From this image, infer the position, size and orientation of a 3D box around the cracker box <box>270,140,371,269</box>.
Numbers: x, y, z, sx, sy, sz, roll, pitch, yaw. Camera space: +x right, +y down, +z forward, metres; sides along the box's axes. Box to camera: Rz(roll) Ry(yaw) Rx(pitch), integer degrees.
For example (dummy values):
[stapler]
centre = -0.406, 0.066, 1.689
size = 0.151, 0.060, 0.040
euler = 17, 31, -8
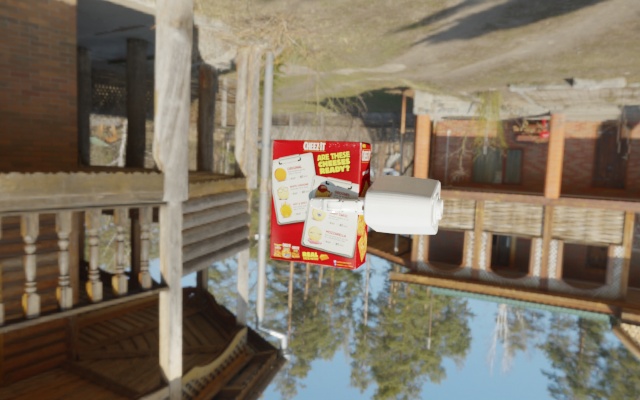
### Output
[cracker box]
centre = 0.000, 0.003, 0.842
size = 0.164, 0.214, 0.072
euler = 4, 6, 21
